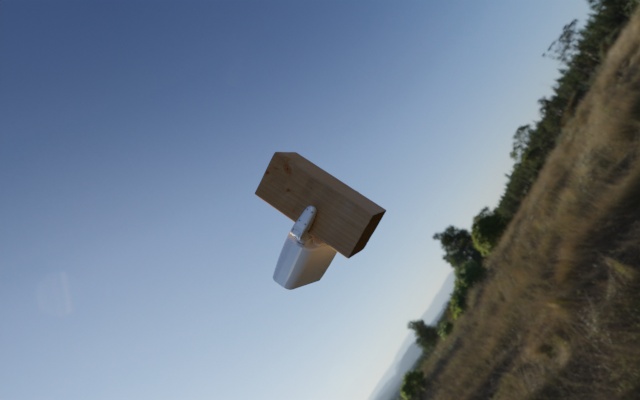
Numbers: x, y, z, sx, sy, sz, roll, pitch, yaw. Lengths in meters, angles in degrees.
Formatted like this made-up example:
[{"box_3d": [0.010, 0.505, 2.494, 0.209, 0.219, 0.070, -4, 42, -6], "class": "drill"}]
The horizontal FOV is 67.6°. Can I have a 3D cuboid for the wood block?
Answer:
[{"box_3d": [0.000, 0.003, 0.850, 0.206, 0.090, 0.091, 33, 17, 16], "class": "wood block"}]
